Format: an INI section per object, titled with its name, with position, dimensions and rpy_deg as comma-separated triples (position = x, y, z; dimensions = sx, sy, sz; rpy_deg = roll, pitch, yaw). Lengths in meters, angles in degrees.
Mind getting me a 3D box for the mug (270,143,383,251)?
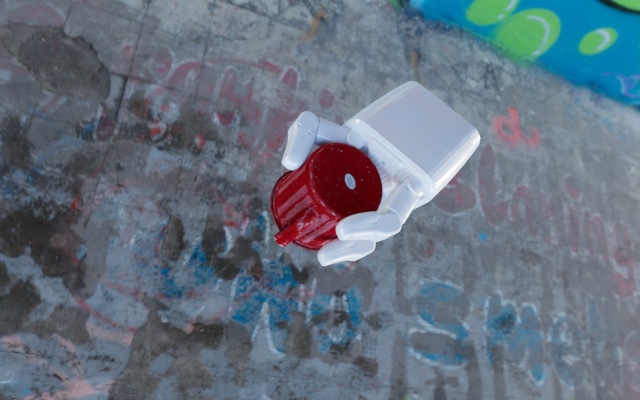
[mug]
position = -0.001, 0.002, 0.463
dimensions = 0.117, 0.093, 0.081
rpy_deg = -41, 2, -33
